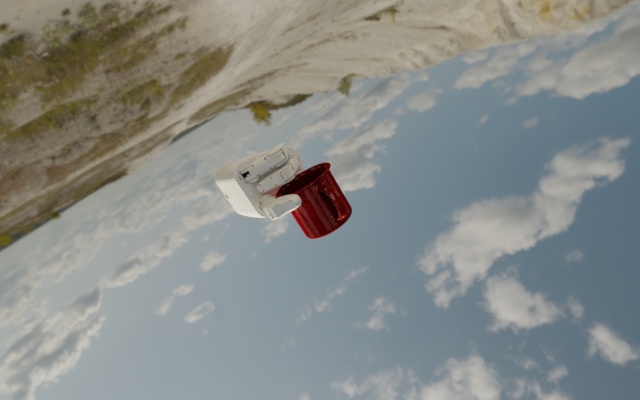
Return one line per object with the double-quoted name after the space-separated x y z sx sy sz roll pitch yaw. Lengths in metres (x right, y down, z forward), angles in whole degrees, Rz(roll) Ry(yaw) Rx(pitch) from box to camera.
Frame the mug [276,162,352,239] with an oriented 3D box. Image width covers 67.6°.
0.001 0.002 0.695 0.093 0.081 0.117 -39 18 -24 "mug"
